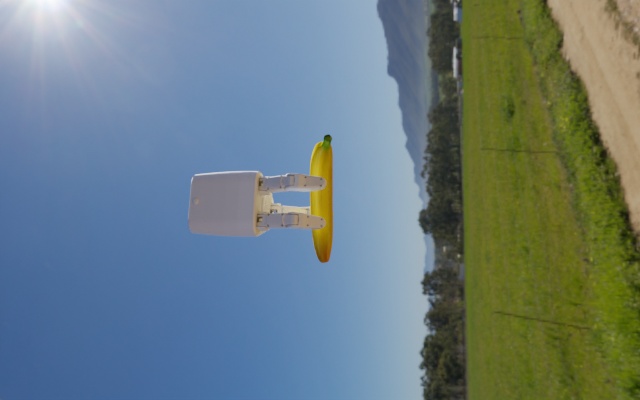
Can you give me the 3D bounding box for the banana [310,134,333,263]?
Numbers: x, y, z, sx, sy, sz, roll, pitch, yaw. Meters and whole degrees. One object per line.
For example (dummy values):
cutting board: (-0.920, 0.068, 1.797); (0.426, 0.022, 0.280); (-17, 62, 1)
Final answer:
banana: (0.001, -0.005, 0.741); (0.037, 0.198, 0.069); (0, 13, 3)
